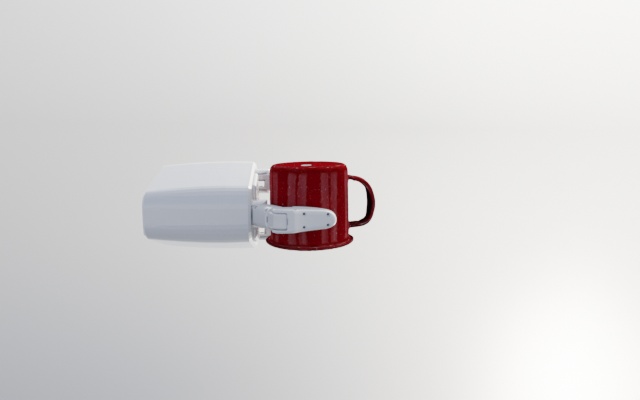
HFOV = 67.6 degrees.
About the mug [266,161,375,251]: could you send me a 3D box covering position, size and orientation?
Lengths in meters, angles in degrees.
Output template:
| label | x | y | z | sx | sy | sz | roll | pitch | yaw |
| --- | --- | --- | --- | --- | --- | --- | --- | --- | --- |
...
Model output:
| label | x | y | z | sx | sy | sz | roll | pitch | yaw |
| --- | --- | --- | --- | --- | --- | --- | --- | --- | --- |
| mug | 0.002 | 0.001 | 0.500 | 0.117 | 0.081 | 0.093 | -2 | 9 | -5 |
